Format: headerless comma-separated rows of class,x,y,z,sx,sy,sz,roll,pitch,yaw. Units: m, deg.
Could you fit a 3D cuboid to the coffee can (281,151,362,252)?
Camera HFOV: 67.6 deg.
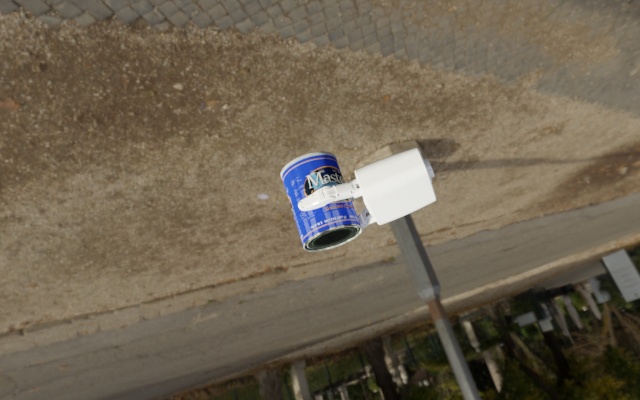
coffee can,0.000,0.003,0.812,0.103,0.140,0.103,-16,-21,-7
